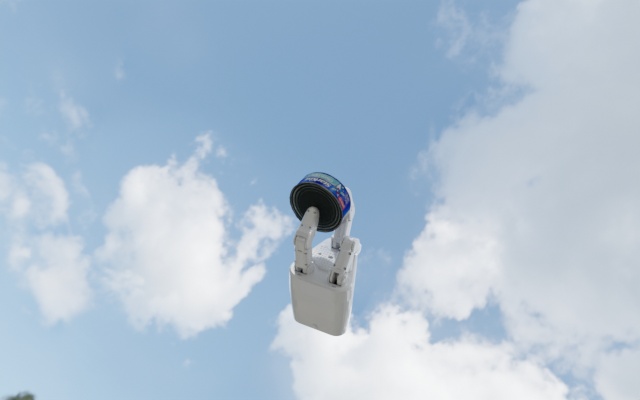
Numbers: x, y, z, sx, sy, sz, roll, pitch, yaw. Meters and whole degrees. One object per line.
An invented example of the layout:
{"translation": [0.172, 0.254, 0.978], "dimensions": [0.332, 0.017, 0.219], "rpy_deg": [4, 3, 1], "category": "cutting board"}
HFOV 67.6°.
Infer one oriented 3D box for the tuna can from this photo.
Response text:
{"translation": [0.000, 0.002, 0.690], "dimensions": [0.086, 0.086, 0.033], "rpy_deg": [0, 33, 34], "category": "tuna can"}
